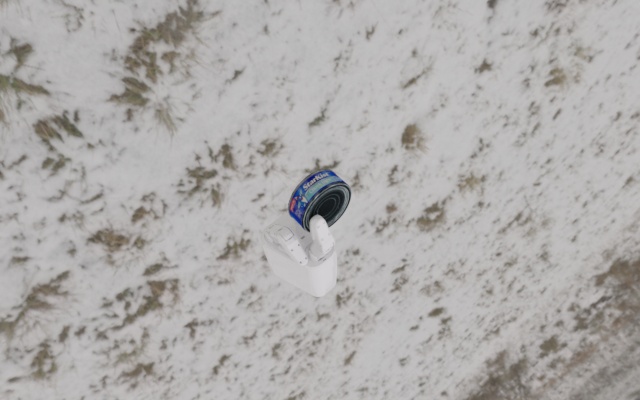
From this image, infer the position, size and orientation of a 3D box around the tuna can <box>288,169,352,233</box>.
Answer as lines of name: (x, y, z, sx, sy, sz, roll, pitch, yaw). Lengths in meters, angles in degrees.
tuna can: (0.000, 0.002, 0.644, 0.086, 0.086, 0.033, 0, 35, -49)
